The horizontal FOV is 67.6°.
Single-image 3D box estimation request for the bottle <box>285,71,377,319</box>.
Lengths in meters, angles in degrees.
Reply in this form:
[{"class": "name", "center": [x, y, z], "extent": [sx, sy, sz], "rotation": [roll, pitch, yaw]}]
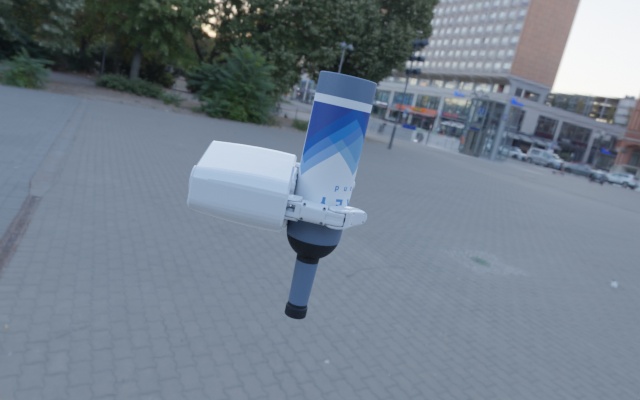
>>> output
[{"class": "bottle", "center": [0.000, 0.002, 0.568], "extent": [0.069, 0.296, 0.069], "rotation": [12, 11, -2]}]
